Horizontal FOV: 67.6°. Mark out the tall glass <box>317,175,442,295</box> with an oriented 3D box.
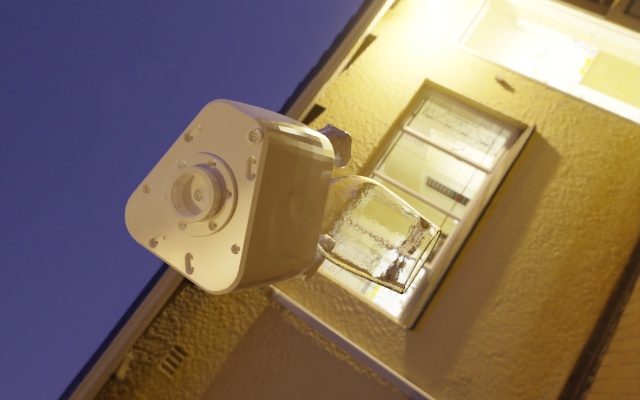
[{"bbox_3d":[0.000,0.001,0.413,0.201,0.079,0.079,31,10,18],"label":"tall glass"}]
